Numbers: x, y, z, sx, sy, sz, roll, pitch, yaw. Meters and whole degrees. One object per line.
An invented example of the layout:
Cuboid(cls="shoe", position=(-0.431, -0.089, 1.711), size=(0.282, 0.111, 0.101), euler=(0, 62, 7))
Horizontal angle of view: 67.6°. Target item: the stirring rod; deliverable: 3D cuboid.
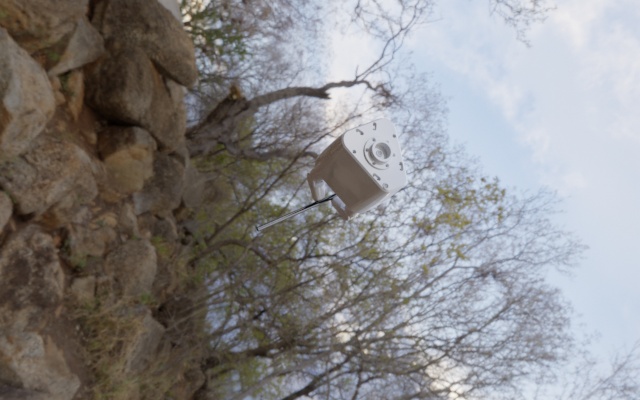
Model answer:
Cuboid(cls="stirring rod", position=(0.000, 0.003, 0.809), size=(0.239, 0.011, 0.011), euler=(-23, 10, -25))
